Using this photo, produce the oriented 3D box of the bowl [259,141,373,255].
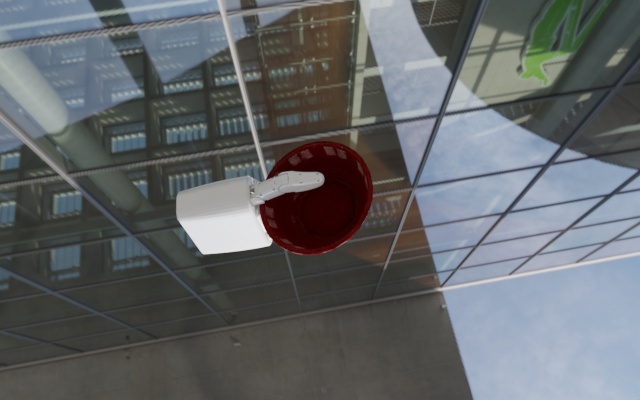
[{"bbox_3d":[0.002,0.002,0.654,0.162,0.162,0.055,0,-20,22],"label":"bowl"}]
